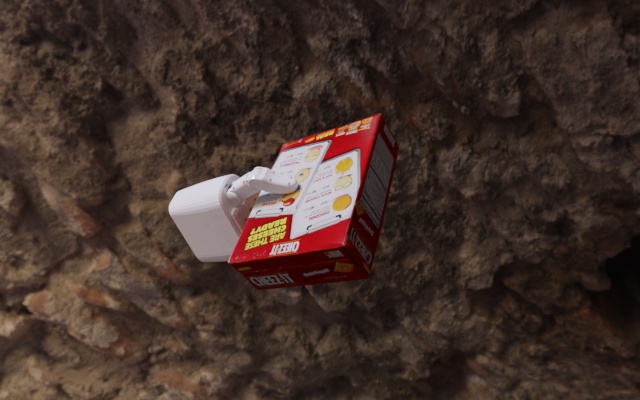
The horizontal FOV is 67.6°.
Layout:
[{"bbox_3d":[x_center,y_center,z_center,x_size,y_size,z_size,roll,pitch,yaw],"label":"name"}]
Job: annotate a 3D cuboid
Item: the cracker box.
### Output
[{"bbox_3d":[0.000,0.002,0.600,0.164,0.213,0.072,-13,-48,33],"label":"cracker box"}]
